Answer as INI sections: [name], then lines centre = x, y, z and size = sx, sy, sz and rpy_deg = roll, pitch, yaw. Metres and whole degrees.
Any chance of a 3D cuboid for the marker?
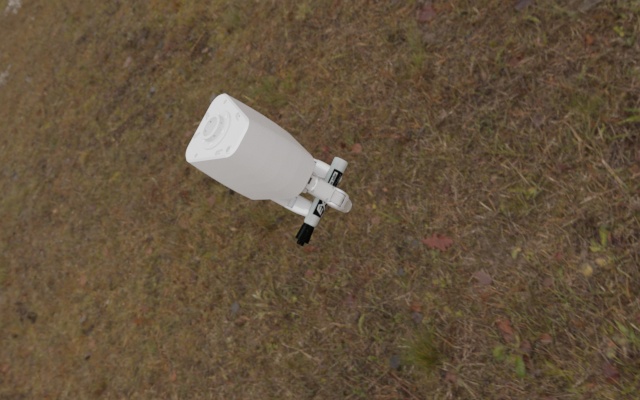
[marker]
centre = 0.000, 0.002, 0.607
size = 0.020, 0.121, 0.020
rpy_deg = 26, -5, 2
